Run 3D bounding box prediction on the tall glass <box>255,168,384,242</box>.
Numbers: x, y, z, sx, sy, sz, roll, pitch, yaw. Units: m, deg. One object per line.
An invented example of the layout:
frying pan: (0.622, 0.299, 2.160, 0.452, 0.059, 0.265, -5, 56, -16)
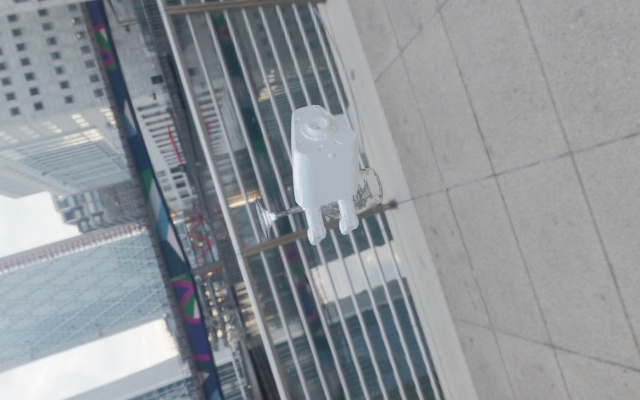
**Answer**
tall glass: (-0.001, 0.003, 0.781, 0.201, 0.079, 0.079, -17, 4, -13)
